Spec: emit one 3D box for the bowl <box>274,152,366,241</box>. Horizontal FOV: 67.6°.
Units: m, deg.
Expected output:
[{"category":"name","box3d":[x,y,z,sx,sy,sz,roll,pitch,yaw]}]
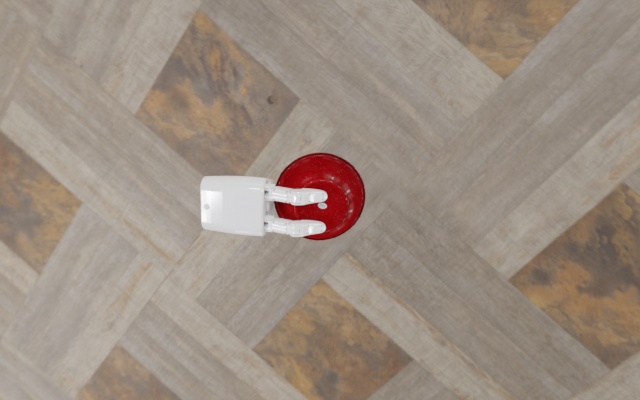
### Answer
[{"category":"bowl","box3d":[0.001,0.003,0.814,0.162,0.162,0.055,0,18,-3]}]
